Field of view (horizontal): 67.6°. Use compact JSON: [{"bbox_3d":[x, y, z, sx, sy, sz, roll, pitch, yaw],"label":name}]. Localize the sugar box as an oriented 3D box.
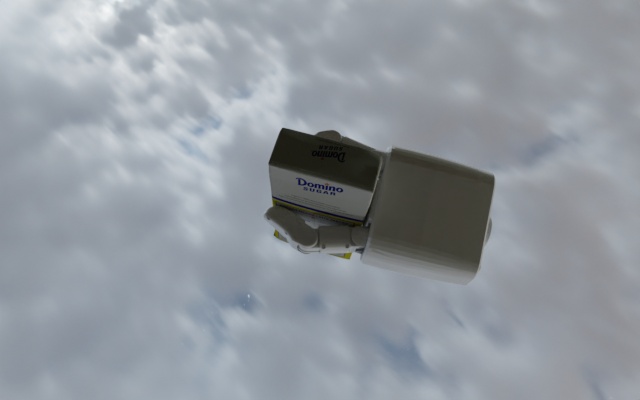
[{"bbox_3d":[0.000,0.001,0.475,0.093,0.048,0.176,16,-27,3],"label":"sugar box"}]
